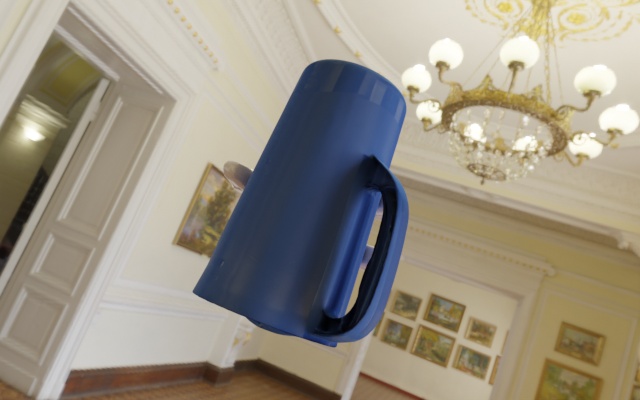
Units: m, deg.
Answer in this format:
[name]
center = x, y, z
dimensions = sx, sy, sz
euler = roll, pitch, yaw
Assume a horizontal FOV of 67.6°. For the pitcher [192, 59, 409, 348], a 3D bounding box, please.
[pitcher]
center = 0.000, 0.001, 0.432
dimensions = 0.149, 0.242, 0.145
euler = 22, -12, 0
